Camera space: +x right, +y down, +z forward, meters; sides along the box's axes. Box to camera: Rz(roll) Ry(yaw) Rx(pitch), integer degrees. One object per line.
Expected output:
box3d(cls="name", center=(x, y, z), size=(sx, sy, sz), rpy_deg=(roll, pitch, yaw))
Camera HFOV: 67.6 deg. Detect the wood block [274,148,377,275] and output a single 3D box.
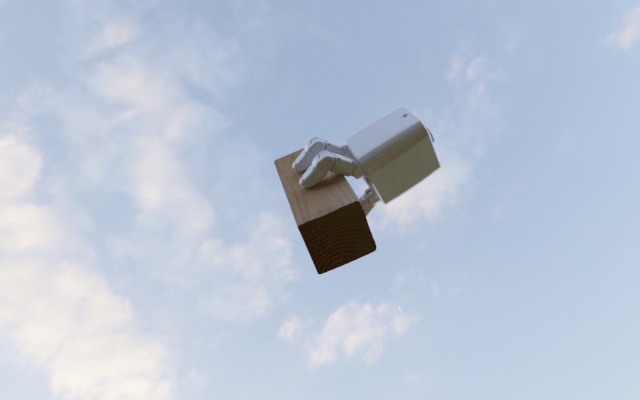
box3d(cls="wood block", center=(0.001, 0.002, 0.714), size=(0.090, 0.091, 0.206), rpy_deg=(-23, 31, -1))
